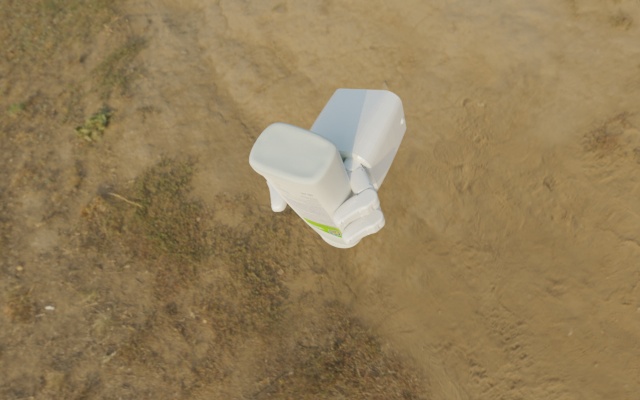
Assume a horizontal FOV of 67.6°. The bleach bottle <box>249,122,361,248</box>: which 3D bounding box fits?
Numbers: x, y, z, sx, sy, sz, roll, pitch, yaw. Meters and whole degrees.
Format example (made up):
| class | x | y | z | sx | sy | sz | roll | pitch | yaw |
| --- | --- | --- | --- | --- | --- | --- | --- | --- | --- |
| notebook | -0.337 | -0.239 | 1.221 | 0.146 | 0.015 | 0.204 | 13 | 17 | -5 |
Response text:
| class | x | y | z | sx | sy | sz | roll | pitch | yaw |
| --- | --- | --- | --- | --- | --- | --- | --- | --- | --- |
| bleach bottle | 0.000 | 0.002 | 0.629 | 0.102 | 0.068 | 0.251 | 22 | -19 | 24 |
